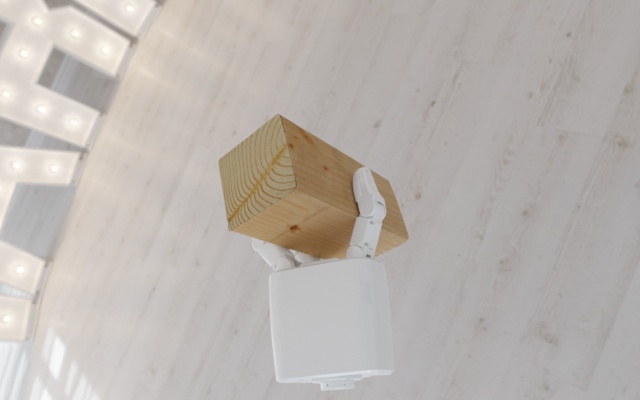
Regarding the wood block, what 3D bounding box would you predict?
[{"bbox_3d":[0.000,0.002,0.529,0.091,0.090,0.206,-32,-34,27],"label":"wood block"}]
